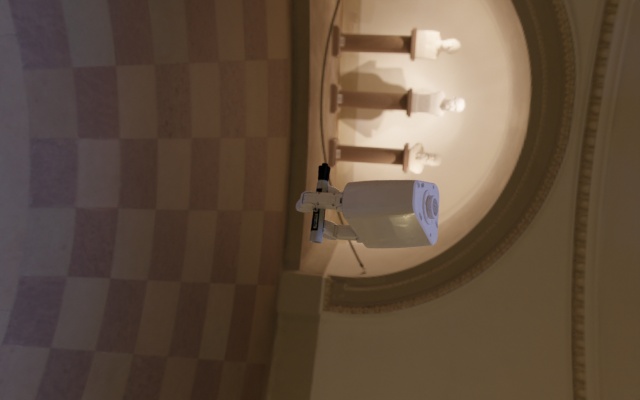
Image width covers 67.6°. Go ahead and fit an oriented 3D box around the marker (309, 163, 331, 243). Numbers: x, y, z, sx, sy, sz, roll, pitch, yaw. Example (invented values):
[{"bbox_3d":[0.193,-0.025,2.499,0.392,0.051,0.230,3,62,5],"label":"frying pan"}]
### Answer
[{"bbox_3d":[0.000,0.002,0.701,0.020,0.121,0.020,6,-16,2],"label":"marker"}]
